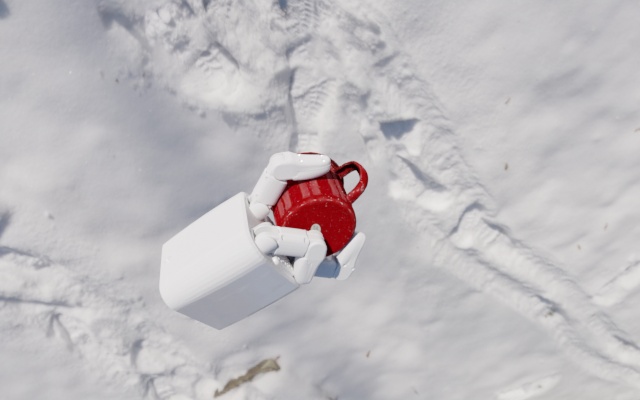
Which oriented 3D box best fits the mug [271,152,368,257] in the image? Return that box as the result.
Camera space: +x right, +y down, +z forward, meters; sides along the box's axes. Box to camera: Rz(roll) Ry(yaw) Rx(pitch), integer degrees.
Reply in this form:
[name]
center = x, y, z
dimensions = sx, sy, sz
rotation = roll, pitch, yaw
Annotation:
[mug]
center = 0.001, 0.001, 0.508
dimensions = 0.117, 0.093, 0.081
rotation = -32, 36, 8
